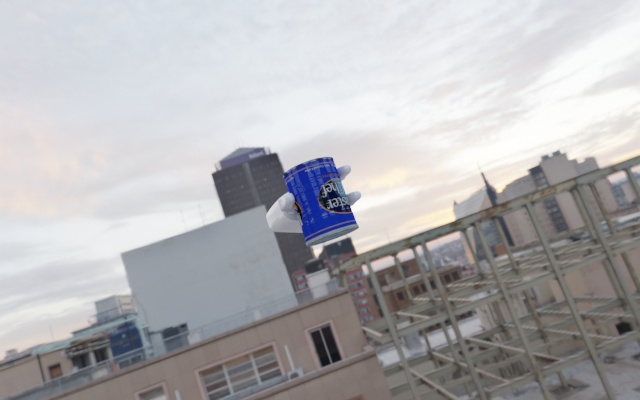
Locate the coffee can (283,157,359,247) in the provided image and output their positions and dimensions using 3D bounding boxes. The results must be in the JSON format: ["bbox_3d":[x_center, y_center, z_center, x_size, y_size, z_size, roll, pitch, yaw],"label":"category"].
[{"bbox_3d":[0.000,0.003,0.889,0.103,0.140,0.103,-19,-10,-3],"label":"coffee can"}]
